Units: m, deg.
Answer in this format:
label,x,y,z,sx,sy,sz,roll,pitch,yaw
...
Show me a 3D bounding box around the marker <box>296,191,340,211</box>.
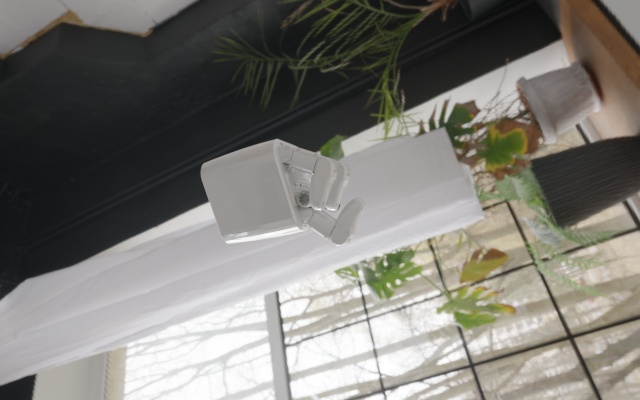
label,x,y,z,sx,sy,sz,roll,pitch,yaw
marker,0.000,0.002,0.604,0.020,0.020,0.121,0,-4,19
